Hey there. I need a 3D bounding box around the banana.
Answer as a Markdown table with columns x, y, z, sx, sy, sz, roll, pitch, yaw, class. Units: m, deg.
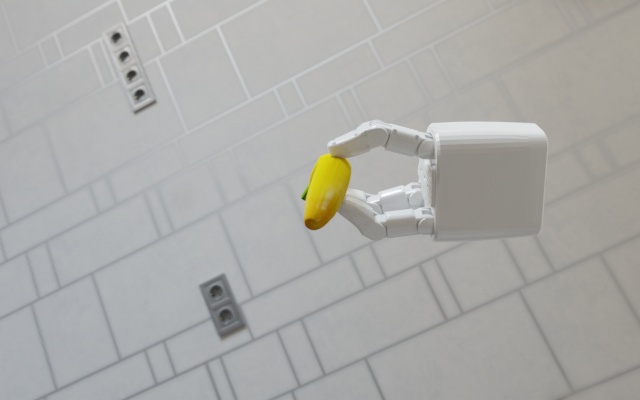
| x | y | z | sx | sy | sz | roll | pitch | yaw | class |
| --- | --- | --- | --- | --- | --- | --- | --- | --- | --- |
| 0.007 | -0.016 | 0.486 | 0.037 | 0.069 | 0.198 | 22 | 5 | -4 | banana |
